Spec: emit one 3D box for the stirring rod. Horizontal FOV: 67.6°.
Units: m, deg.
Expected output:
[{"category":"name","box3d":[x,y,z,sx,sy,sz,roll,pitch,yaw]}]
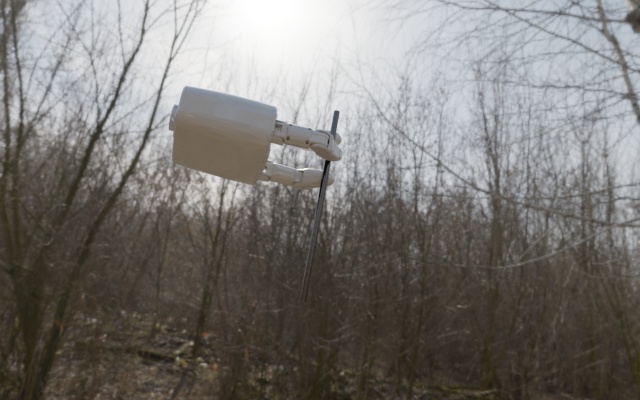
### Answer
[{"category":"stirring rod","box3d":[0.000,0.002,0.576,0.011,0.239,0.011,10,-14,2]}]
